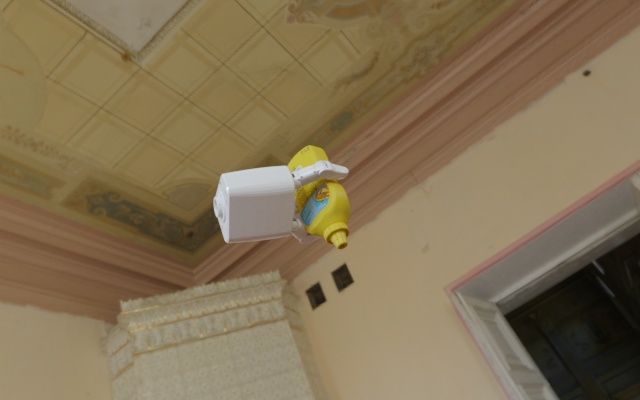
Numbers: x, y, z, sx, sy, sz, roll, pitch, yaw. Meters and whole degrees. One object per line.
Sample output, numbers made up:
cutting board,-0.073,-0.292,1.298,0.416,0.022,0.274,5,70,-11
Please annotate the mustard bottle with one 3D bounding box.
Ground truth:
mustard bottle,0.000,0.002,0.802,0.058,0.191,0.096,13,-52,-40
